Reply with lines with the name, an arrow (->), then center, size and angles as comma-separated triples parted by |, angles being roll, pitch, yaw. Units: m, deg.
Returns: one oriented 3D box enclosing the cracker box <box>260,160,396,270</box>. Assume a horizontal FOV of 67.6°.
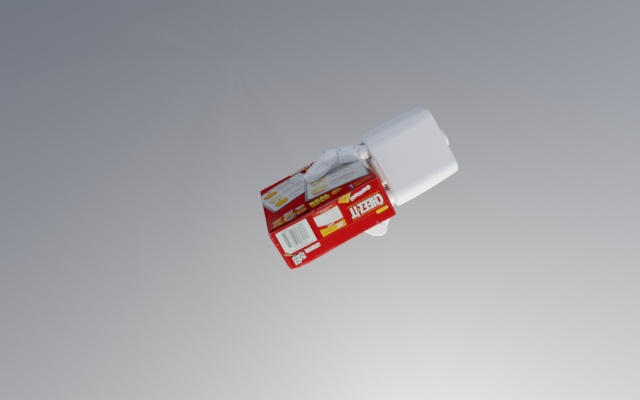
cracker box -> 0.000, 0.002, 0.723 | 0.164, 0.072, 0.213 | -29, 19, -1
